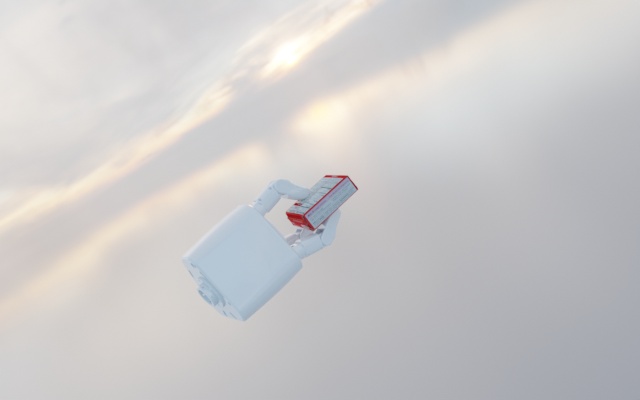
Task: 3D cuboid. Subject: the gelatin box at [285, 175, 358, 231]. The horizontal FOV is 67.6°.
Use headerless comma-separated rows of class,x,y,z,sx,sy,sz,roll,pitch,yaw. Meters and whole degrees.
gelatin box,0.000,0.002,0.669,0.089,0.030,0.073,-43,18,-15
